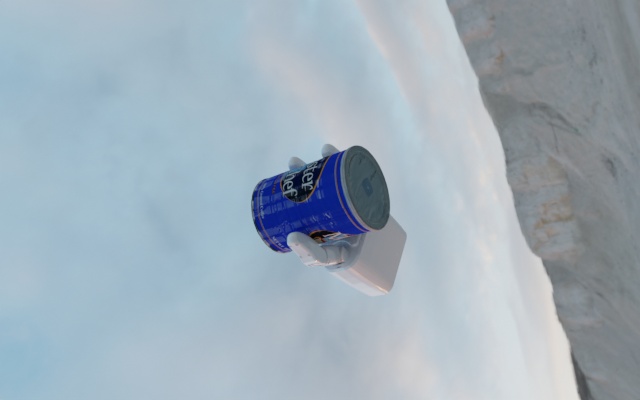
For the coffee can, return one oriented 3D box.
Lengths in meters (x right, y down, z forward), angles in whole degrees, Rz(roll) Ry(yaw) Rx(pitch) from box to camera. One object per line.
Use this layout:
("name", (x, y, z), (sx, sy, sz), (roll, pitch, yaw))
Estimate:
("coffee can", (0.000, 0.002, 0.590), (0.140, 0.103, 0.103), (-17, -9, 32))
